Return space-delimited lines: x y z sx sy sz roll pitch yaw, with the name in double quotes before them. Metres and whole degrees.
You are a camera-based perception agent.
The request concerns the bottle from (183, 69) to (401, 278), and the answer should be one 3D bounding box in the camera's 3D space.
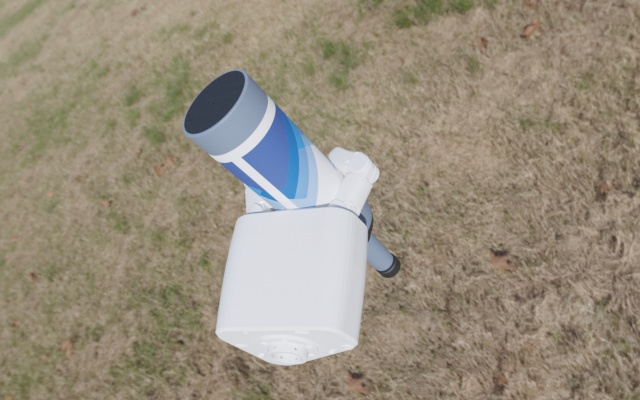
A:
"bottle" 0.000 0.001 0.459 0.069 0.069 0.296 0 -31 40
